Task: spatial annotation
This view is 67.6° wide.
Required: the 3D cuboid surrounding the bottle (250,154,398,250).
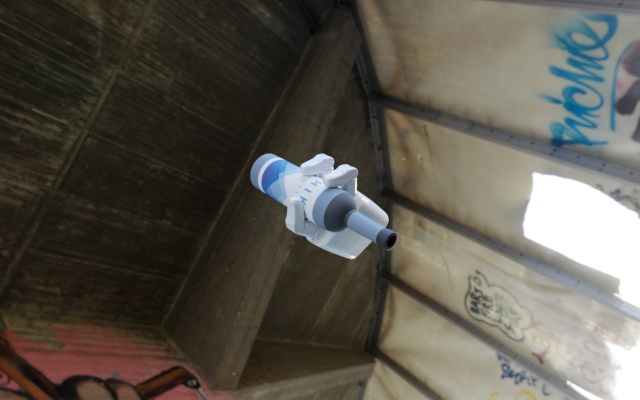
[{"bbox_3d":[0.000,0.002,0.751,0.069,0.069,0.295,0,21,-45],"label":"bottle"}]
